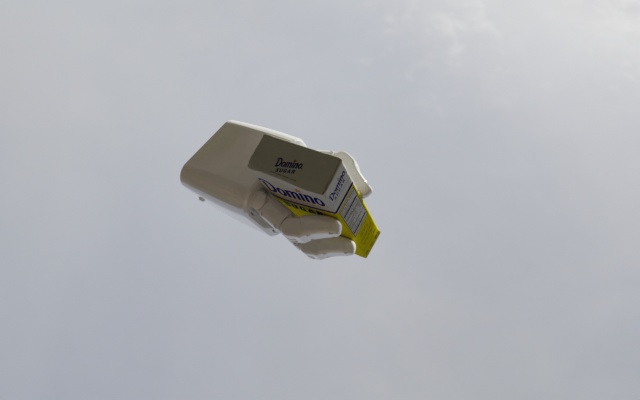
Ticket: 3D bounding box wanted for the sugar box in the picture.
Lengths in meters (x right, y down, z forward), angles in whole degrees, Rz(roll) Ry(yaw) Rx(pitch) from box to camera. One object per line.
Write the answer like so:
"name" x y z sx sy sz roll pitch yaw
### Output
"sugar box" 0.000 0.002 0.516 0.093 0.048 0.176 21 -14 28
